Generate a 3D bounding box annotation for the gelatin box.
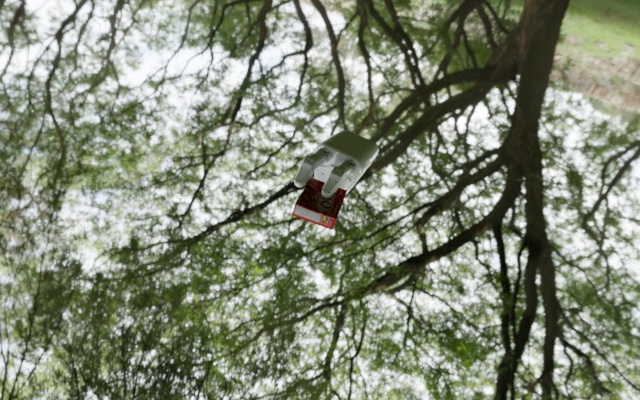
[{"bbox_3d":[0.000,0.003,0.816,0.073,0.030,0.089,21,38,3],"label":"gelatin box"}]
